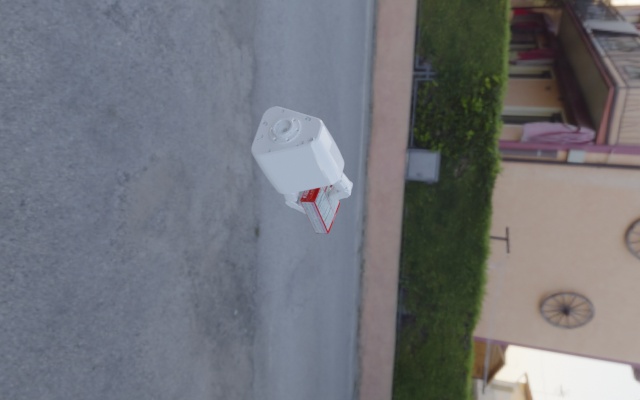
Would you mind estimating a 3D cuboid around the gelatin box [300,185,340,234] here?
[{"bbox_3d":[0.001,0.003,0.834,0.030,0.073,0.089,1,-42,25],"label":"gelatin box"}]
